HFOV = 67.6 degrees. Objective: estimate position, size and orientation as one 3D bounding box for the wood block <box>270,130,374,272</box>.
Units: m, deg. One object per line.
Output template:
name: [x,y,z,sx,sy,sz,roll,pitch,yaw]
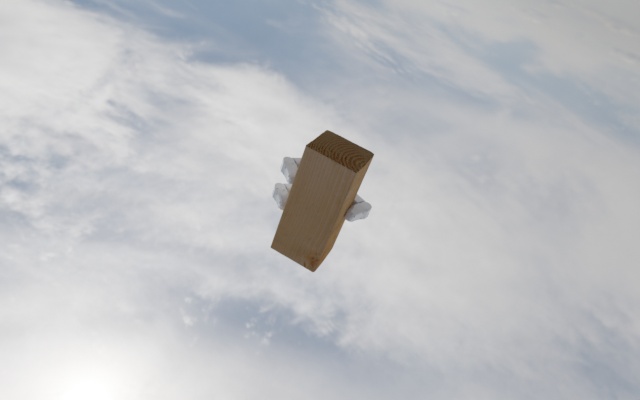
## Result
wood block: [0.001,0.003,0.789,0.091,0.206,0.090,28,33,11]
